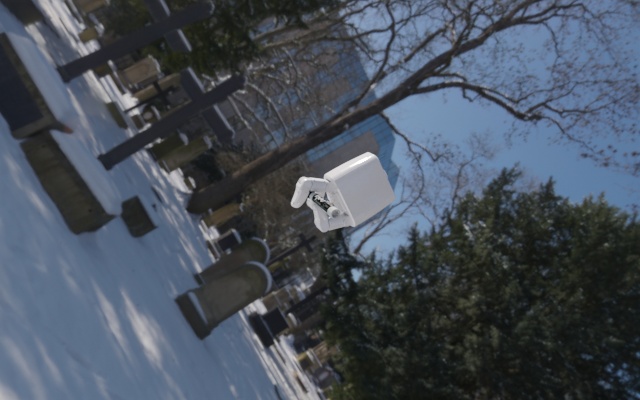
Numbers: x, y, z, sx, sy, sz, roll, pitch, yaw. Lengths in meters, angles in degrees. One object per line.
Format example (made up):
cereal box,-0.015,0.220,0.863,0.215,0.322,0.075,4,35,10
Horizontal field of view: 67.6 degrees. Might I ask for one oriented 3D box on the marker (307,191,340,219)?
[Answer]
marker,0.000,0.003,0.879,0.020,0.020,0.121,0,20,-28
